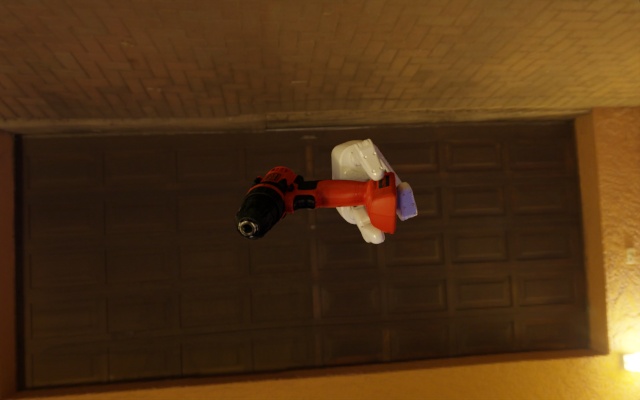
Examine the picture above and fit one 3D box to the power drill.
[{"bbox_3d":[0.001,0.002,0.596,0.187,0.057,0.184,4,22,7],"label":"power drill"}]
